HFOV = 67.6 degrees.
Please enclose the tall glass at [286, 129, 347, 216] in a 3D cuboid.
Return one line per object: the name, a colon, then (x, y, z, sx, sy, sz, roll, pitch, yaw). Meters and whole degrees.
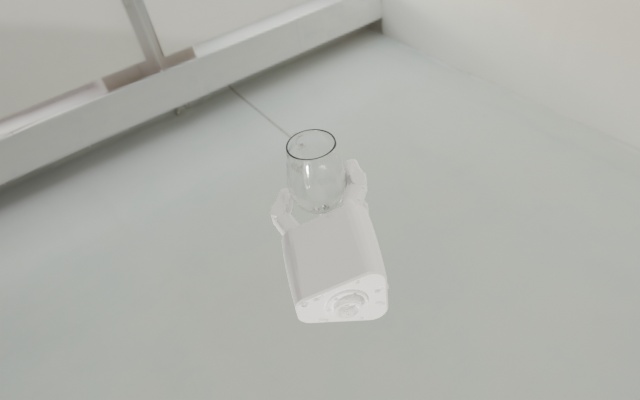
tall glass: (0.000, 0.003, 0.649, 0.079, 0.201, 0.079, -5, 44, 5)
